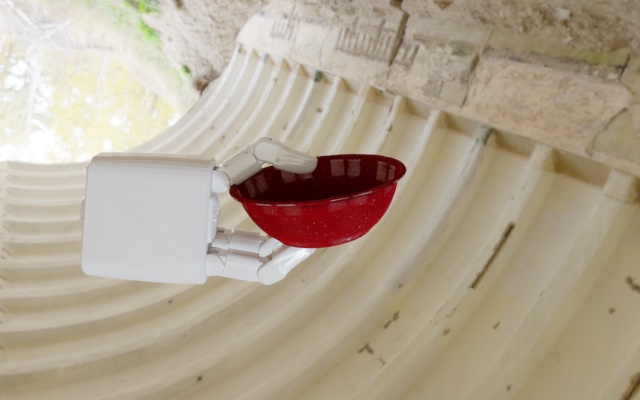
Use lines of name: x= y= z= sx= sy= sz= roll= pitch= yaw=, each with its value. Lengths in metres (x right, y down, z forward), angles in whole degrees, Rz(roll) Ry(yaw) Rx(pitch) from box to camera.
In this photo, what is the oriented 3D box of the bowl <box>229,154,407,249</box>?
bowl: x=0.001 y=0.002 z=0.443 sx=0.162 sy=0.055 sz=0.162 roll=-7 pitch=17 yaw=2
